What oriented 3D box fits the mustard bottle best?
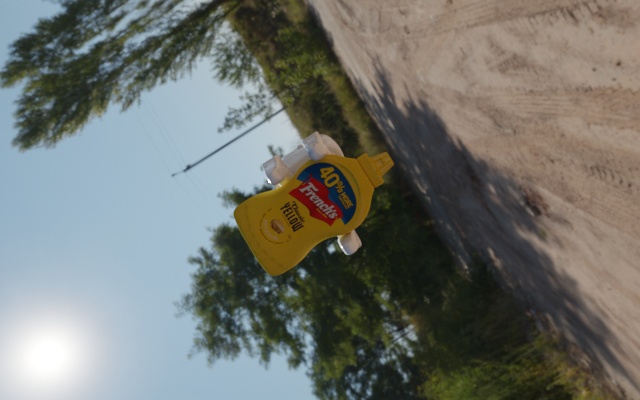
[{"bbox_3d":[0.000,0.002,0.562,0.191,0.096,0.058,-32,-7,6],"label":"mustard bottle"}]
